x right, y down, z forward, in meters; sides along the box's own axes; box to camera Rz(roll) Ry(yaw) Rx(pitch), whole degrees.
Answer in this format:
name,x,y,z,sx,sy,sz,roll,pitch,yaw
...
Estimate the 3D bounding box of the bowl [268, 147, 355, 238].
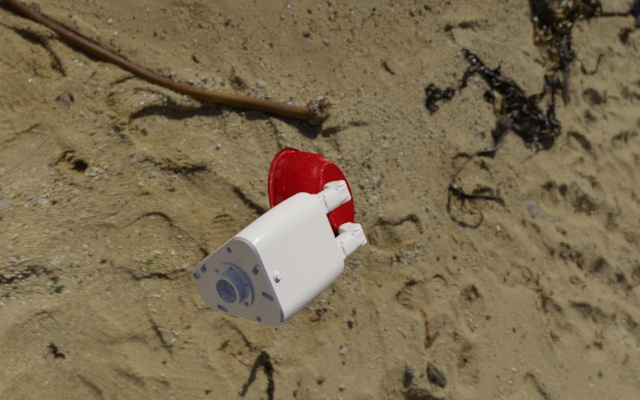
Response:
name,x,y,z,sx,sy,sz,roll,pitch,yaw
bowl,0.001,0.001,0.619,0.055,0.162,0.162,-15,-7,26
